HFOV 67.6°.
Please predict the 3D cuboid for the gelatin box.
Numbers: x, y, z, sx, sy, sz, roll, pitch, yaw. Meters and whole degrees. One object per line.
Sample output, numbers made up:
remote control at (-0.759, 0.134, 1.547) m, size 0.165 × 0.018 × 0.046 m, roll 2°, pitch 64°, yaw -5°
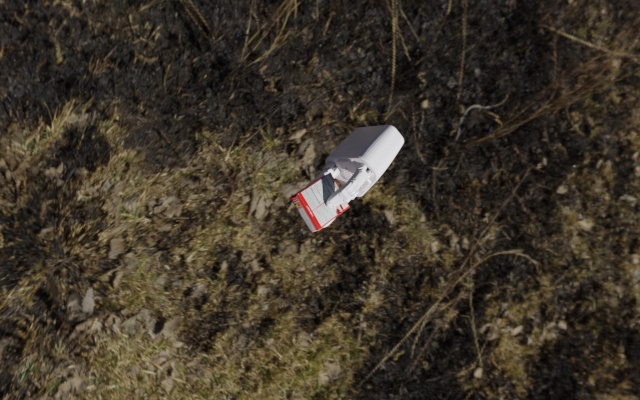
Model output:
gelatin box at (0.000, 0.003, 0.841) m, size 0.089 × 0.073 × 0.030 m, roll -36°, pitch 9°, yaw -37°
